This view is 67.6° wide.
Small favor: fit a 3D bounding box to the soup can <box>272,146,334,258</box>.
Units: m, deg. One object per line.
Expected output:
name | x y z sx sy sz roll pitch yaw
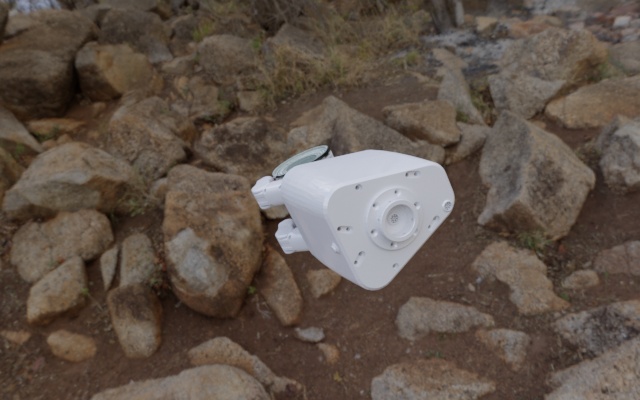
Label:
soup can | 0.000 0.001 0.508 0.068 0.102 0.068 -24 18 8
